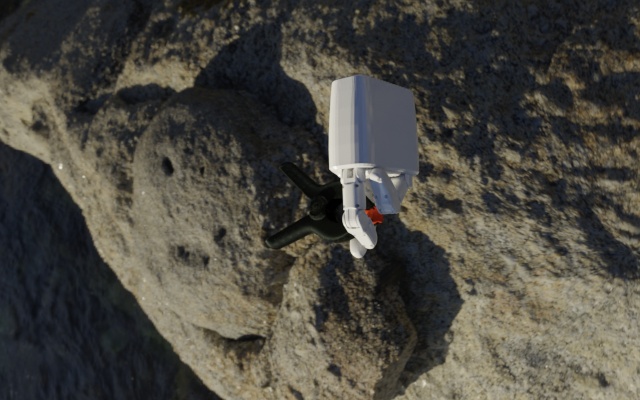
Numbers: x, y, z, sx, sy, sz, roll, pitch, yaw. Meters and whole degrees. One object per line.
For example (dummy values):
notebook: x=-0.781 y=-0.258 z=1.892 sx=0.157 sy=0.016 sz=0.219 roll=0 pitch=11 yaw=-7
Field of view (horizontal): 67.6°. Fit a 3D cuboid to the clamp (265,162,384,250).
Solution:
clamp: x=0.000 y=0.002 z=0.615 sx=0.171 sy=0.120 sz=0.039 roll=-5 pitch=-7 yaw=33
